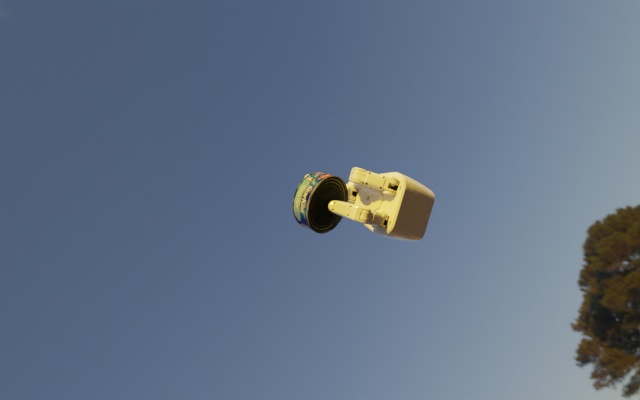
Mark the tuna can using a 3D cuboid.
[{"bbox_3d":[0.000,0.002,0.691,0.033,0.086,0.086,20,13,39],"label":"tuna can"}]
